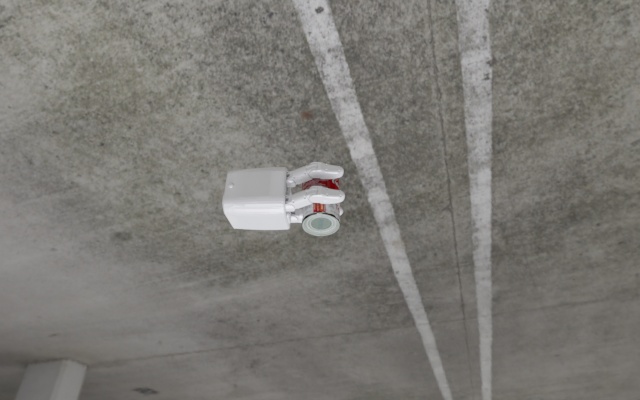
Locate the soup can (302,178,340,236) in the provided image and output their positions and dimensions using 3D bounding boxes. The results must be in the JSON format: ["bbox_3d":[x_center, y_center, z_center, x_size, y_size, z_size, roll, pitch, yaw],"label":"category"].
[{"bbox_3d":[0.001,0.003,0.845,0.068,0.102,0.069,0,-38,0],"label":"soup can"}]
